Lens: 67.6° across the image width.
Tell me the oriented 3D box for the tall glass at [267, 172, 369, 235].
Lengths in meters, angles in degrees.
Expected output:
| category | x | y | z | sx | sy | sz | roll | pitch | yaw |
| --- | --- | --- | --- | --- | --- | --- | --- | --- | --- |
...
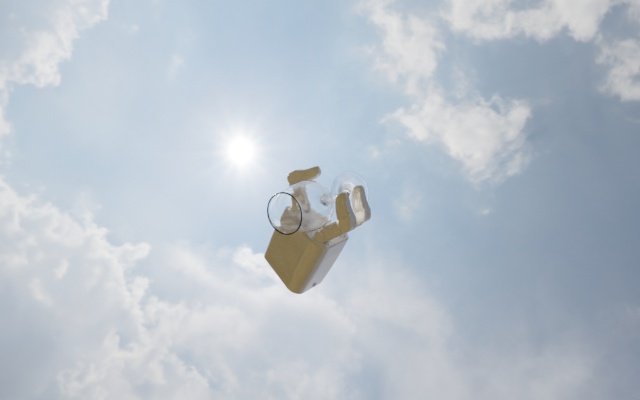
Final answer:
| category | x | y | z | sx | sy | sz | roll | pitch | yaw |
| --- | --- | --- | --- | --- | --- | --- | --- | --- | --- |
| tall glass | 0.000 | 0.002 | 0.757 | 0.079 | 0.079 | 0.201 | 0 | 9 | 32 |
